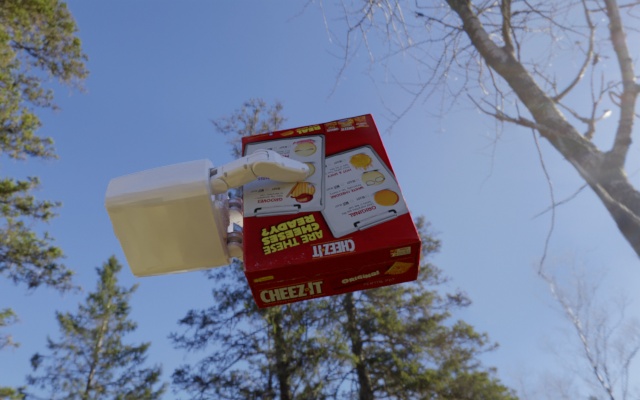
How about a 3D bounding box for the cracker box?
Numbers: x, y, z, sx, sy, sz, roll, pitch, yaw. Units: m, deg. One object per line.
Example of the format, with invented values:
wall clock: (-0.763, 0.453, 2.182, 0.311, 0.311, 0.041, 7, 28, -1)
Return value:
cracker box: (0.000, 0.001, 0.524, 0.164, 0.072, 0.213, -10, 44, -1)
